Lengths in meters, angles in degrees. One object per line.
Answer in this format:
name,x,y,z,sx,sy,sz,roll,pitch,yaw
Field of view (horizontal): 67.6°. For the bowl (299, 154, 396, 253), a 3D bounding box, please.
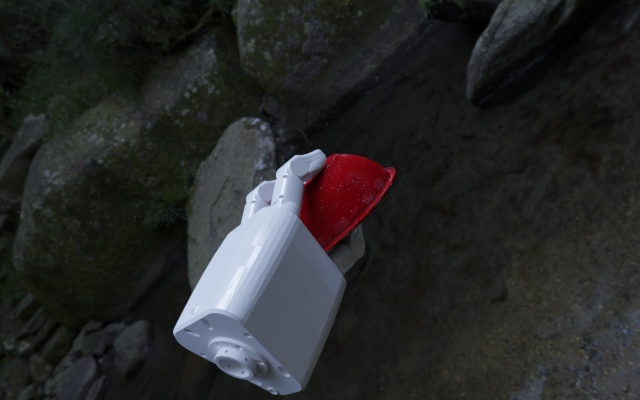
bowl,0.000,0.001,0.501,0.162,0.055,0.162,-41,9,8
